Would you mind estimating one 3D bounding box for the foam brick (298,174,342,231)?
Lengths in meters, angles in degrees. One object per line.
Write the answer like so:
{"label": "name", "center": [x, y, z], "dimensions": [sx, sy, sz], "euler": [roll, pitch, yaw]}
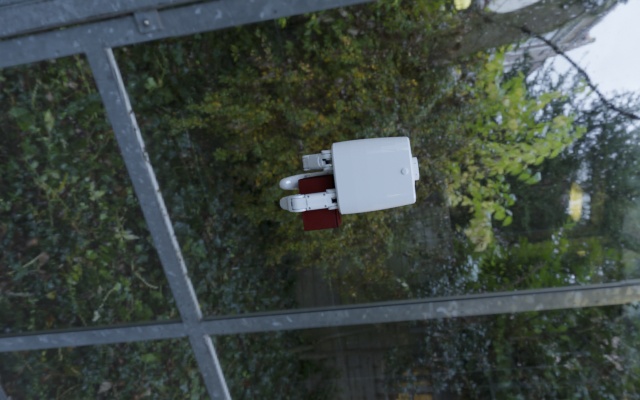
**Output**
{"label": "foam brick", "center": [0.000, 0.003, 0.703], "dimensions": [0.051, 0.078, 0.053], "euler": [-6, 5, 8]}
